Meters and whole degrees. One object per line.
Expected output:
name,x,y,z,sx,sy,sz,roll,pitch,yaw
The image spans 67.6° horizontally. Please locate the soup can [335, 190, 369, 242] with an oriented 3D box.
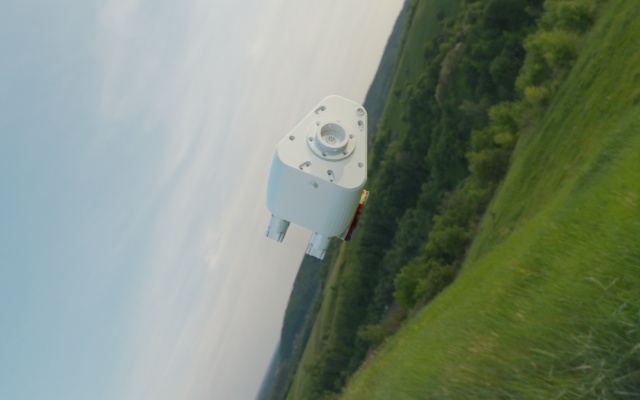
soup can,0.000,0.002,0.589,0.102,0.068,0.068,22,0,1
